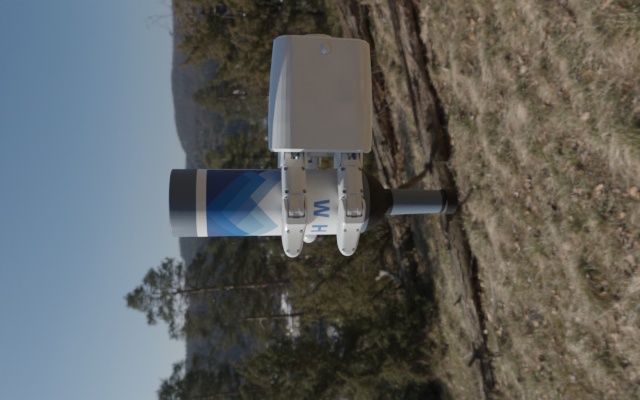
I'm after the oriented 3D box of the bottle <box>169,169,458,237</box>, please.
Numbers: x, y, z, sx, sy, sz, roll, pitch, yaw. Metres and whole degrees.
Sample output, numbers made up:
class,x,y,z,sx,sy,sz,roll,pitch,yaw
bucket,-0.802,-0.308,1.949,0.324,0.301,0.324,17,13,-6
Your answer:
class,x,y,z,sx,sy,sz,roll,pitch,yaw
bottle,0.000,0.002,0.494,0.296,0.069,0.069,0,0,-11
